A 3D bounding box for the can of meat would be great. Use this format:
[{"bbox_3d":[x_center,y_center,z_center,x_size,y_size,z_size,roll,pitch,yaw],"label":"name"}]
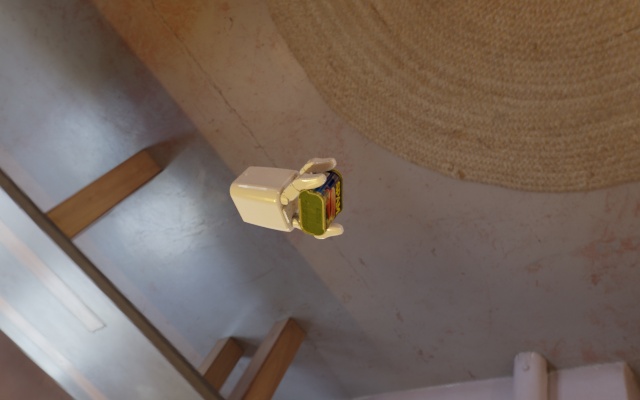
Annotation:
[{"bbox_3d":[0.000,0.003,0.876,0.057,0.102,0.084,12,37,20],"label":"can of meat"}]
